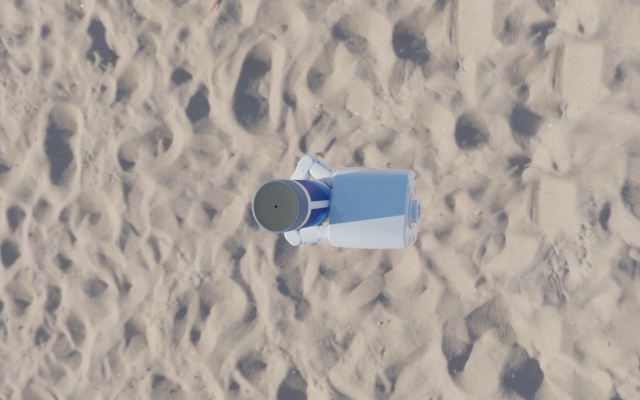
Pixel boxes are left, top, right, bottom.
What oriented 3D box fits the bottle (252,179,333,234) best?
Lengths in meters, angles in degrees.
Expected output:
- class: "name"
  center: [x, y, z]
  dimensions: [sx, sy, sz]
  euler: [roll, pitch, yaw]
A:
- class: "bottle"
  center: [0.000, 0.002, 0.717]
  dimensions: [0.069, 0.069, 0.295]
  euler: [0, 2, 22]
